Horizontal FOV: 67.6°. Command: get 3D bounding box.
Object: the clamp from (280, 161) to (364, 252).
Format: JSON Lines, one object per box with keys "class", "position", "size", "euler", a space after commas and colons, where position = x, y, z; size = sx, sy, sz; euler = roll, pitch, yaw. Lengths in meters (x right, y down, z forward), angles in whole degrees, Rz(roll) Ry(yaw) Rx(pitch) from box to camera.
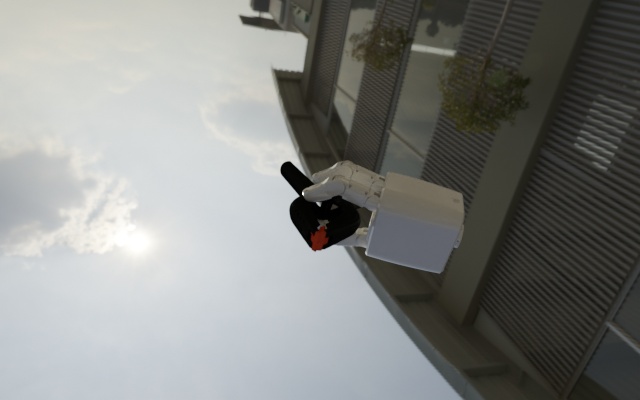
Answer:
{"class": "clamp", "position": [0.000, 0.003, 0.659], "size": [0.164, 0.036, 0.210], "euler": [16, 26, 7]}
